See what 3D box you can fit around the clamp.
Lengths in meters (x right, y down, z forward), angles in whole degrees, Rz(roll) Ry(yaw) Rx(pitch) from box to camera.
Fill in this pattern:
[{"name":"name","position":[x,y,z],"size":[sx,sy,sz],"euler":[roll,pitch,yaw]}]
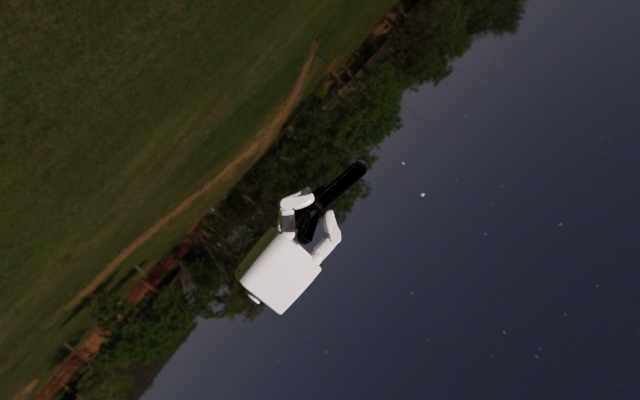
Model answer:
[{"name":"clamp","position":[0.000,0.003,0.834],"size":[0.036,0.164,0.210],"euler":[43,-9,-10]}]
